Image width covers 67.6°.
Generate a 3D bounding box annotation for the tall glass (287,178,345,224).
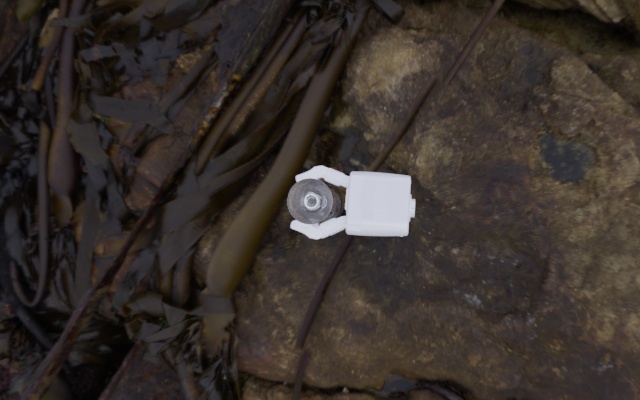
[{"bbox_3d":[0.000,0.003,0.862,0.079,0.079,0.201,0,-1,10],"label":"tall glass"}]
